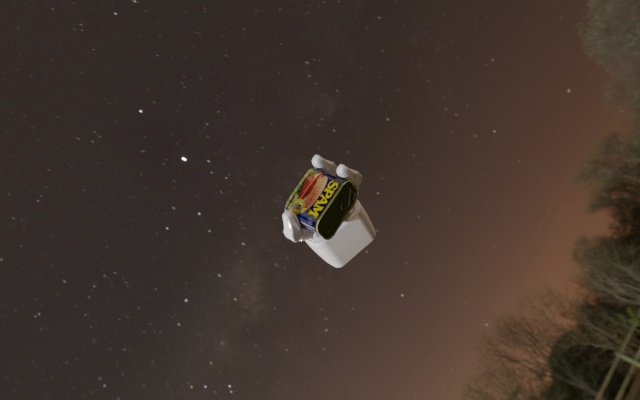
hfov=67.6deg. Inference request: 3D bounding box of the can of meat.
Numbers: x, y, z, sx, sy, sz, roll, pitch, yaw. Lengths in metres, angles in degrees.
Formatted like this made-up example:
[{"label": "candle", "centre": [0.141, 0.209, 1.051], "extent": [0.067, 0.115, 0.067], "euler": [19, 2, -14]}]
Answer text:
[{"label": "can of meat", "centre": [0.000, 0.003, 0.799], "extent": [0.084, 0.102, 0.057], "euler": [25, -14, 37]}]
